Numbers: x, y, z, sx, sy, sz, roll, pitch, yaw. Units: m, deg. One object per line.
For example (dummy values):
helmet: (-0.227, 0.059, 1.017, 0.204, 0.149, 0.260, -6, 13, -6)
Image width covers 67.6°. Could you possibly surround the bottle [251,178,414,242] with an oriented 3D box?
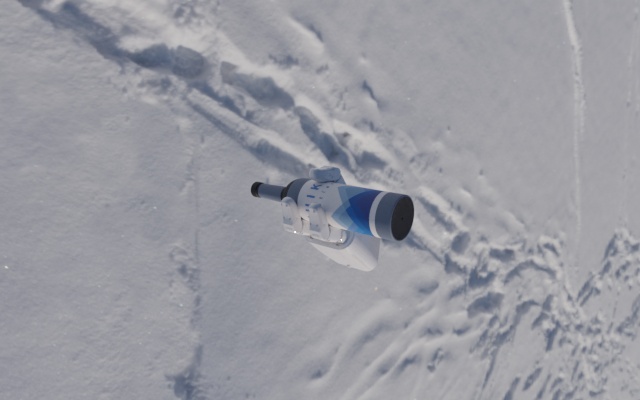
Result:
bottle: (0.000, 0.002, 0.748, 0.295, 0.069, 0.069, 11, 7, 38)
